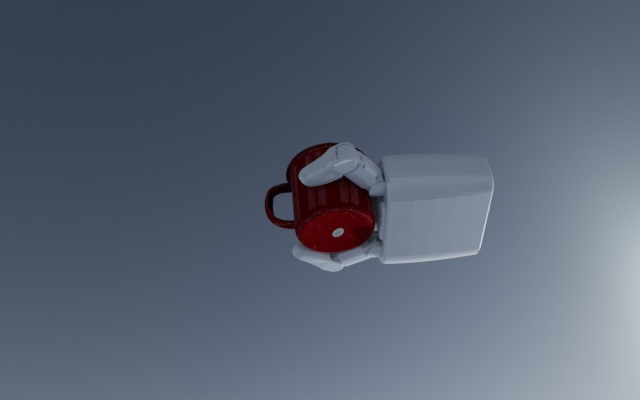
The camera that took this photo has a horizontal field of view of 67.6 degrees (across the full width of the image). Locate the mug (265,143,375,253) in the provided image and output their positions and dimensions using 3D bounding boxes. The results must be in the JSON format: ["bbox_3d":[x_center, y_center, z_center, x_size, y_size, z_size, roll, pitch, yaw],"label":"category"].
[{"bbox_3d":[-0.001,0.002,0.498,0.117,0.081,0.093,-4,-38,-2],"label":"mug"}]
